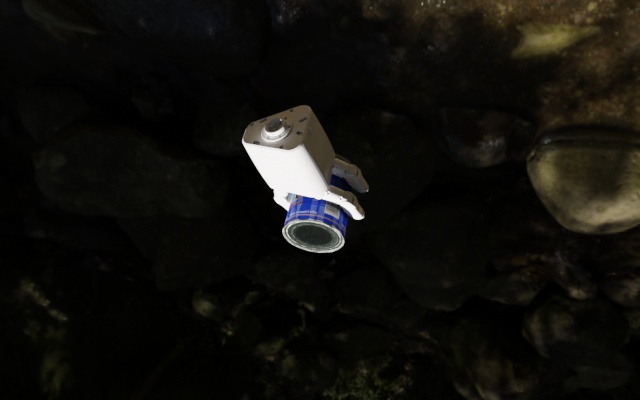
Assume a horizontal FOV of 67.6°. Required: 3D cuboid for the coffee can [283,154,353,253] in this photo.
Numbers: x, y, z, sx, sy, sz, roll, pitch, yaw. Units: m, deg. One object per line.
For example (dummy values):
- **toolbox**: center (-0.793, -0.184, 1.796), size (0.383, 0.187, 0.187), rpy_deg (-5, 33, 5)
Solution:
- **coffee can**: center (0.000, 0.003, 0.812), size (0.103, 0.140, 0.103), rpy_deg (8, -33, 5)
